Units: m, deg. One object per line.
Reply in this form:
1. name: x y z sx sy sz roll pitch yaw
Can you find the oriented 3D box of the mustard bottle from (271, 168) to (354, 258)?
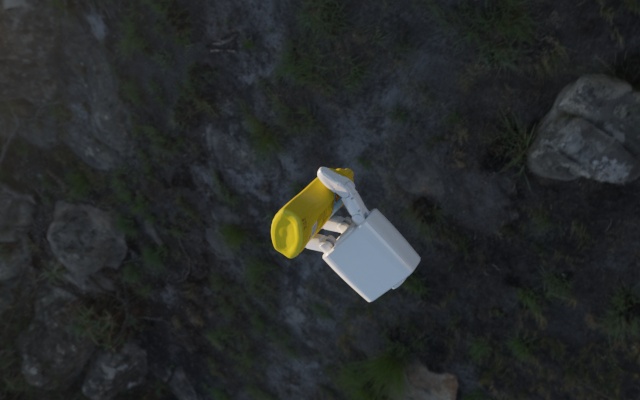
1. mustard bottle: 0.000 0.002 0.759 0.058 0.096 0.191 29 46 17
